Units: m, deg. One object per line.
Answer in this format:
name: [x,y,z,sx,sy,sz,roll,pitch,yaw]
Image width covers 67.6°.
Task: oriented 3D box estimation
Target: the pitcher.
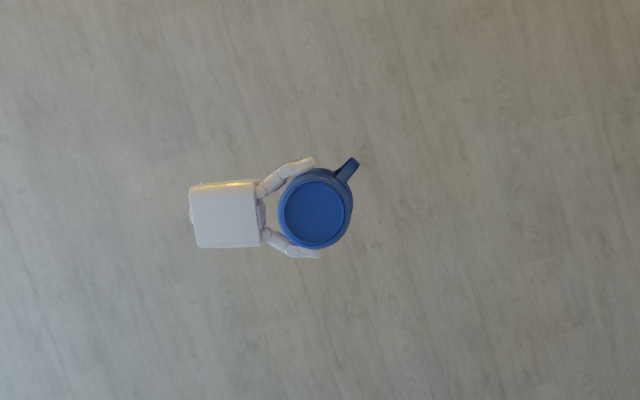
pitcher: [0.000,0.003,0.802,0.145,0.149,0.243,-3,3,1]
